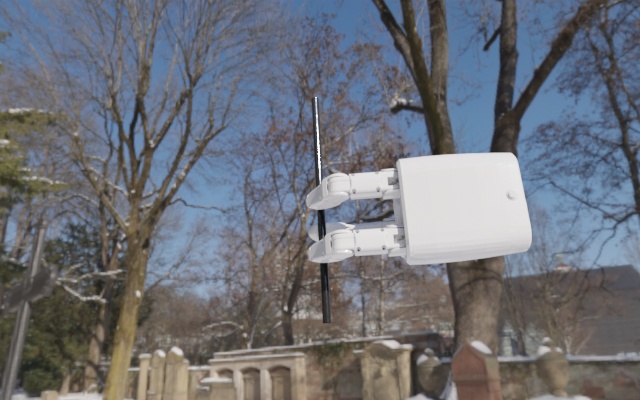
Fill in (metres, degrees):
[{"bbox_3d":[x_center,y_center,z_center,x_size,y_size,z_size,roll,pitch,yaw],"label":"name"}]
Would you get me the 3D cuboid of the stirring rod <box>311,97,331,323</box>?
[{"bbox_3d":[0.000,0.002,0.488,0.011,0.239,0.011,-3,-19,-1],"label":"stirring rod"}]
